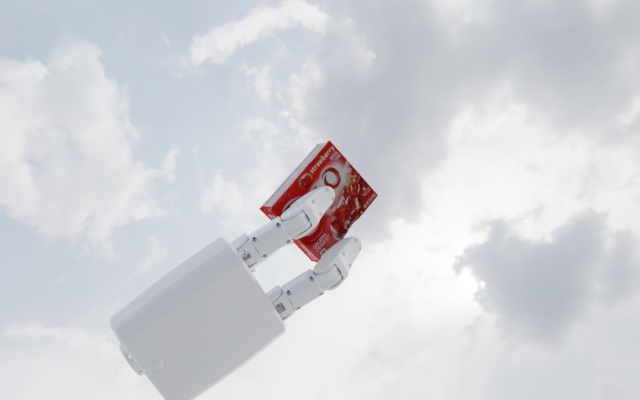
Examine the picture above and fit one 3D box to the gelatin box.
[{"bbox_3d":[0.000,0.001,0.443,0.073,0.089,0.030,47,-19,-19],"label":"gelatin box"}]
